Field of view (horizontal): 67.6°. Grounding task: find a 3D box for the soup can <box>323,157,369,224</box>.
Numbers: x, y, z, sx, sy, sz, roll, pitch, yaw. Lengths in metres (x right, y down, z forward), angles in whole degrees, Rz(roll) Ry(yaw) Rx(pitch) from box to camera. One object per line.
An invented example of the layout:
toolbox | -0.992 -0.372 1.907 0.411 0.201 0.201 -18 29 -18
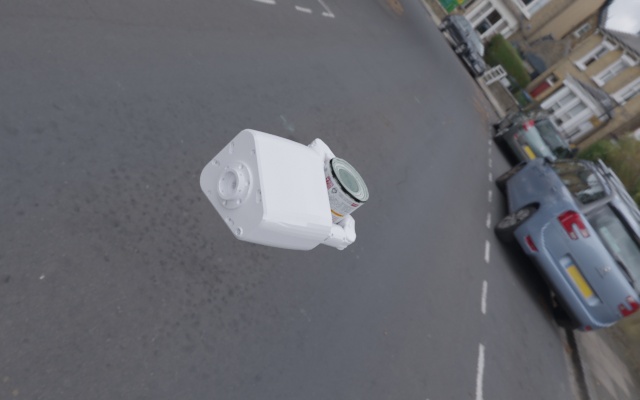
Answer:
soup can | 0.001 0.002 0.592 0.102 0.068 0.068 -38 -19 26
